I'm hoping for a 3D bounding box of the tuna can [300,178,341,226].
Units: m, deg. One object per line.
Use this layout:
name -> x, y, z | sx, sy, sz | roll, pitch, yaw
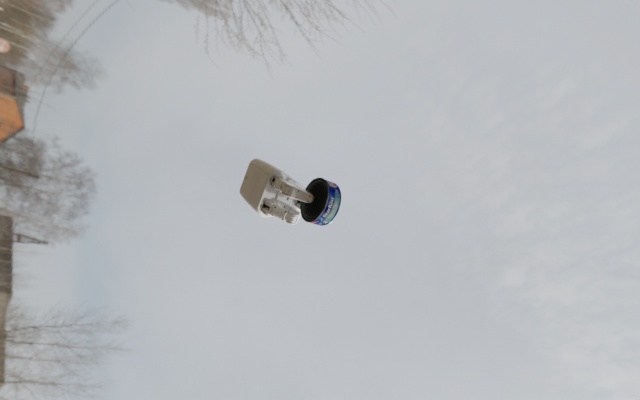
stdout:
tuna can -> 0.001, 0.003, 0.886 | 0.034, 0.086, 0.086 | 19, -11, -33
